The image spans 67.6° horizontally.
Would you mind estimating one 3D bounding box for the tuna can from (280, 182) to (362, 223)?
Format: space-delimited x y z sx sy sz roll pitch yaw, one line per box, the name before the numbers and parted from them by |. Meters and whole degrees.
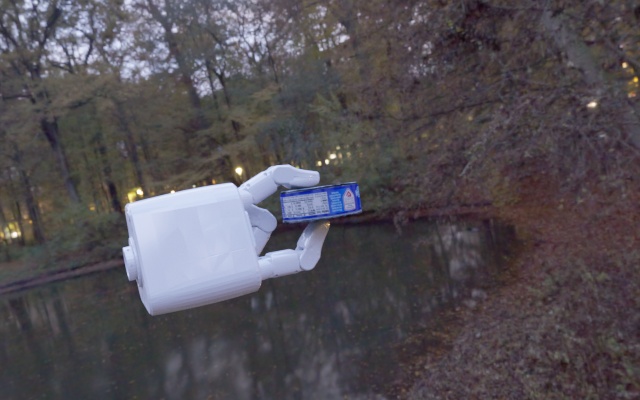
tuna can | 0.000 0.001 0.512 0.086 0.034 0.086 -8 2 0
